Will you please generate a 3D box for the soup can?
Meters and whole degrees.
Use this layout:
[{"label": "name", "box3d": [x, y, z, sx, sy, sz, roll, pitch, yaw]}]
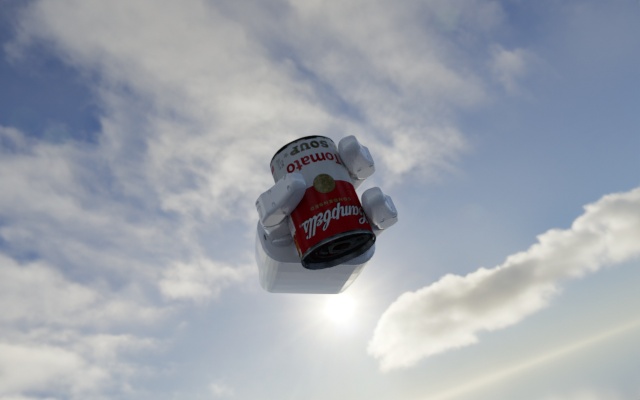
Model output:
[{"label": "soup can", "box3d": [0.000, 0.001, 0.428, 0.068, 0.102, 0.068, -17, -26, -8]}]
